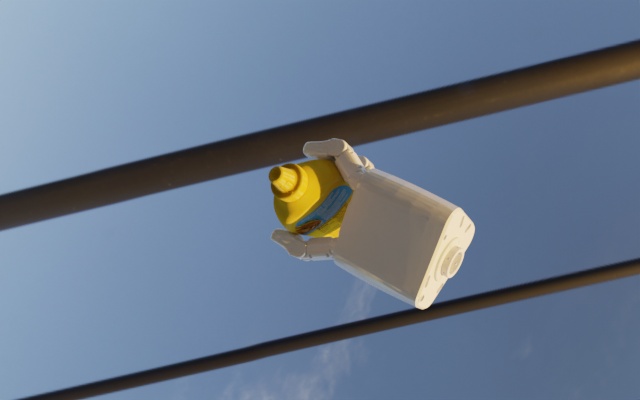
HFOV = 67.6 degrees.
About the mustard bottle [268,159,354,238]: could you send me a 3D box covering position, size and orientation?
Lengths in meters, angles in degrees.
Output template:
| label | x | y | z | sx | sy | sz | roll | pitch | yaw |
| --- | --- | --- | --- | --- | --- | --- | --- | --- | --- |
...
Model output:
| label | x | y | z | sx | sy | sz | roll | pitch | yaw |
| --- | --- | --- | --- | --- | --- | --- | --- | --- | --- |
| mustard bottle | 0.000 | 0.002 | 0.563 | 0.096 | 0.058 | 0.192 | -41 | -32 | 11 |
